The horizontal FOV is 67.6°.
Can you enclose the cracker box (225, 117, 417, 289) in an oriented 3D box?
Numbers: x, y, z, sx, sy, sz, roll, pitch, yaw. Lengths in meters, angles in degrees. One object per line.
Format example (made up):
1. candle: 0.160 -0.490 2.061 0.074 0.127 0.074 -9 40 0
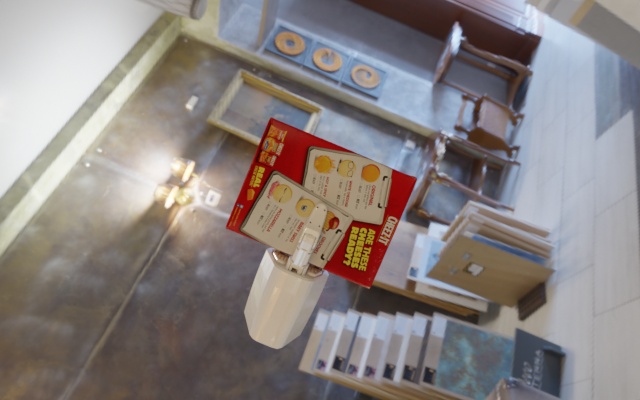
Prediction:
1. cracker box: 0.000 0.002 0.665 0.214 0.164 0.072 23 5 -1
